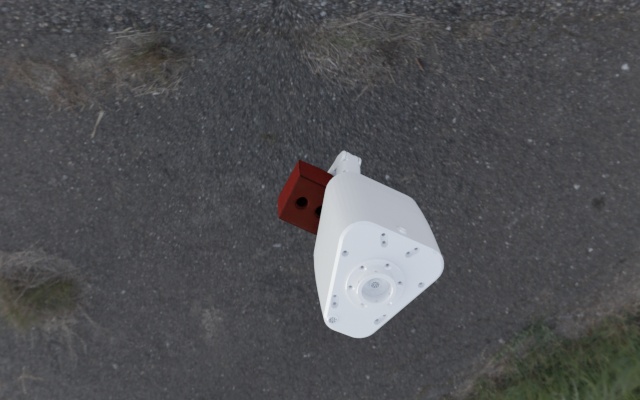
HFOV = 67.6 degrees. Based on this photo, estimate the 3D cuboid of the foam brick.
[{"bbox_3d":[0.000,0.002,0.502,0.078,0.053,0.051,24,21,-13],"label":"foam brick"}]
